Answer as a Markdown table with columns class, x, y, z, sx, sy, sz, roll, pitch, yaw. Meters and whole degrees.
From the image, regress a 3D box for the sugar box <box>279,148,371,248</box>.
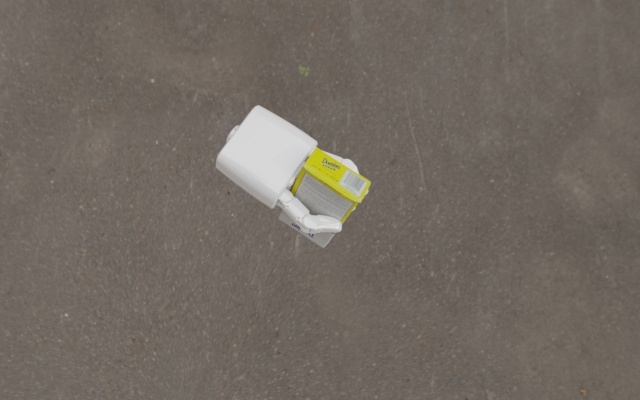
| class | x | y | z | sx | sy | sz | roll | pitch | yaw |
| --- | --- | --- | --- | --- | --- | --- | --- | --- | --- |
| sugar box | 0.000 | 0.002 | 0.719 | 0.093 | 0.048 | 0.176 | 34 | -28 | 0 |
